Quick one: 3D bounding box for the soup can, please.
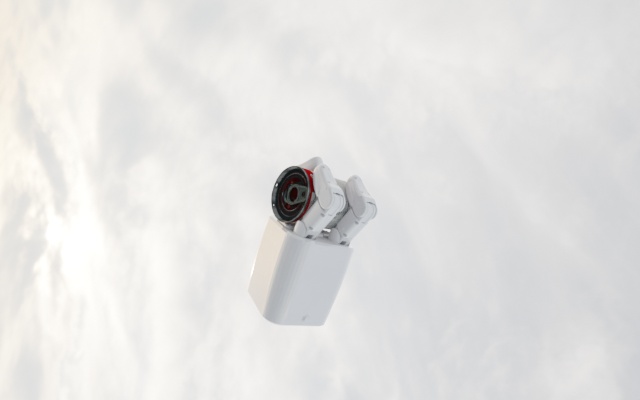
[{"bbox_3d":[0.000,0.001,0.588,0.102,0.068,0.068,15,-10,-41],"label":"soup can"}]
